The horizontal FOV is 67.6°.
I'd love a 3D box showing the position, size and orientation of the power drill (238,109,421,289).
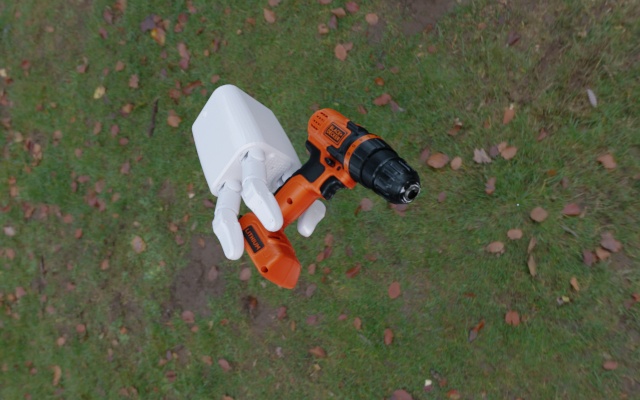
[{"bbox_3d":[0.000,0.002,0.517,0.057,0.187,0.184,37,6,-40],"label":"power drill"}]
